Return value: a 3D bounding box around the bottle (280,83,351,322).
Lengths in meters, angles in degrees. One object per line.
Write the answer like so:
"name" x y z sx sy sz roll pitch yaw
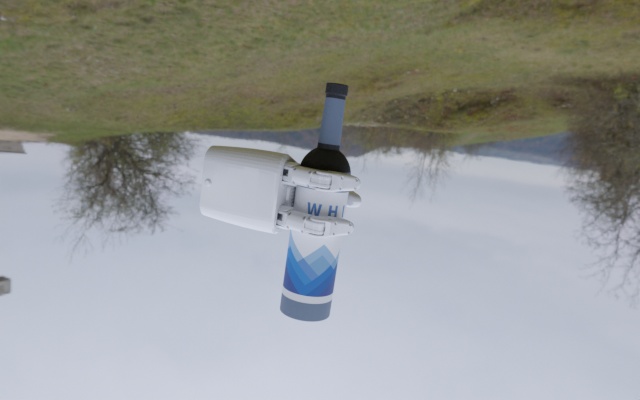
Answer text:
"bottle" 0.000 0.002 0.606 0.069 0.296 0.069 8 9 -1
